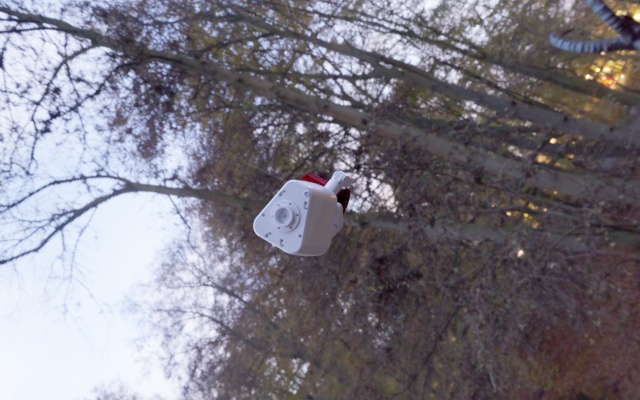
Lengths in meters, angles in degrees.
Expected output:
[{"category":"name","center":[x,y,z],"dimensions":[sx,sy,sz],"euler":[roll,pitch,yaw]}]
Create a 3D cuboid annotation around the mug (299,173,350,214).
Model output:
[{"category":"mug","center":[0.000,0.003,0.891],"dimensions":[0.081,0.093,0.117],"euler":[30,4,21]}]
